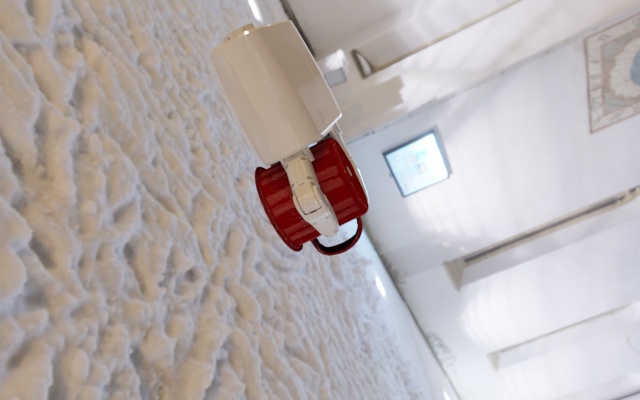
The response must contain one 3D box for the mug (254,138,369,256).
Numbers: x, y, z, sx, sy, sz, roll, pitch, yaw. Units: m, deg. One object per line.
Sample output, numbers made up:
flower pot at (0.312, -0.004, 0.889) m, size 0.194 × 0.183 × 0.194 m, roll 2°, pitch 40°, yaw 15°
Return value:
mug at (0.001, 0.003, 0.467) m, size 0.081 × 0.117 × 0.093 m, roll -26°, pitch 16°, yaw 10°
